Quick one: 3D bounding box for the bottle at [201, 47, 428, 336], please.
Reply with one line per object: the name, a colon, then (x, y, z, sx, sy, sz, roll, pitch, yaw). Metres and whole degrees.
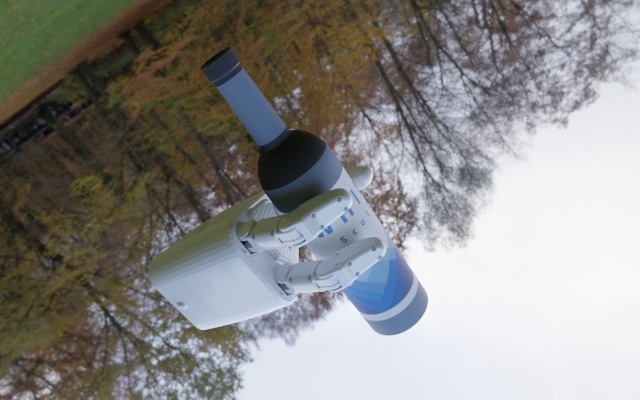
bottle: (0.000, 0.002, 0.416, 0.069, 0.296, 0.069, -28, 27, 16)
